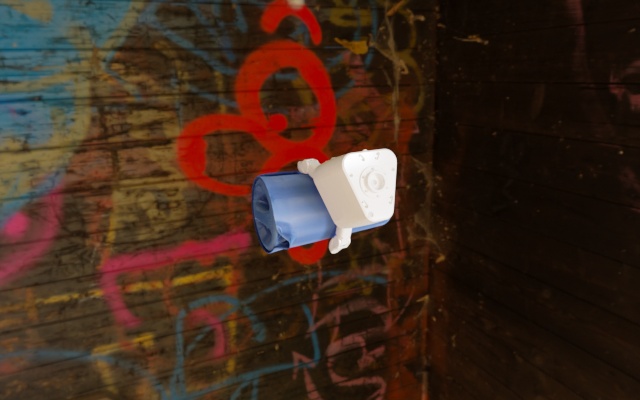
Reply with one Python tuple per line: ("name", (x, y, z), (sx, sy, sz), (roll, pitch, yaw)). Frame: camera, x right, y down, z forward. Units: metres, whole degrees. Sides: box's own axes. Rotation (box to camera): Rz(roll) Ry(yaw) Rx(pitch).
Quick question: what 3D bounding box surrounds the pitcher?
("pitcher", (0.000, 0.003, 0.870), (0.243, 0.149, 0.145), (-9, -5, -23))
